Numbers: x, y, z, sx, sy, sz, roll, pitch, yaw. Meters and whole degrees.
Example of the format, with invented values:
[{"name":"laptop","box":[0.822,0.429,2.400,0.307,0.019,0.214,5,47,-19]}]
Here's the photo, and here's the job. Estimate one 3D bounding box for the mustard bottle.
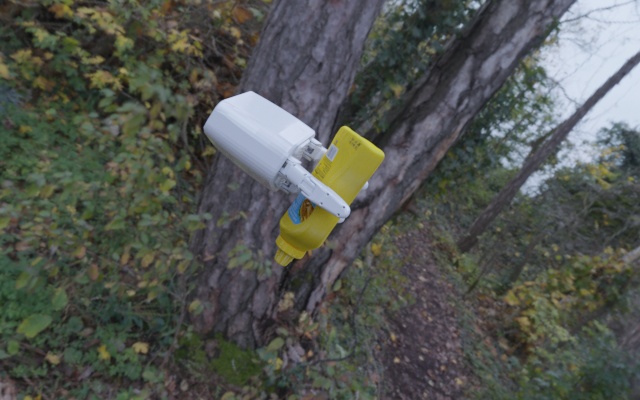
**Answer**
[{"name":"mustard bottle","box":[0.001,0.002,0.600,0.058,0.191,0.096,31,11,-22]}]
